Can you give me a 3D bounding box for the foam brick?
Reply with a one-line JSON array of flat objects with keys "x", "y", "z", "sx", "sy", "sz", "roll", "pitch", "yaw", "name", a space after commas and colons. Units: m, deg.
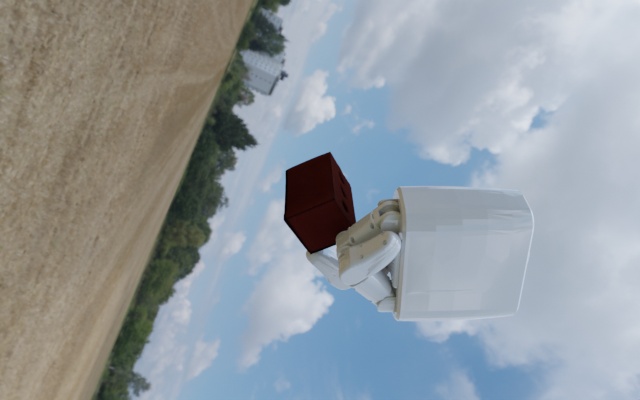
[{"x": 0.000, "y": 0.001, "z": 0.457, "sx": 0.051, "sy": 0.053, "sz": 0.078, "roll": -23, "pitch": 37, "yaw": 15, "name": "foam brick"}]
